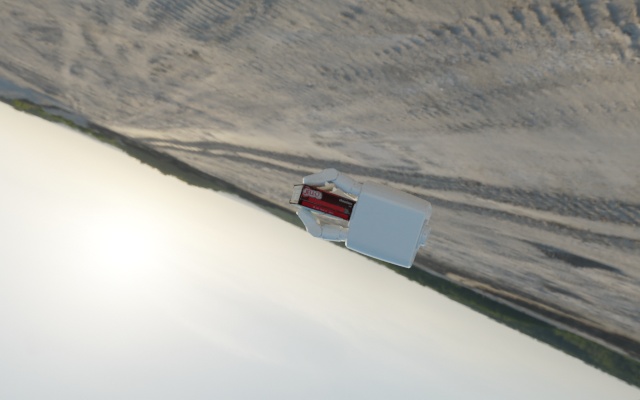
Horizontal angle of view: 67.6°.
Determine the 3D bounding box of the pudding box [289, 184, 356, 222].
[{"bbox_3d":[0.000,0.003,0.790,0.090,0.039,0.113,19,-5,-11],"label":"pudding box"}]
